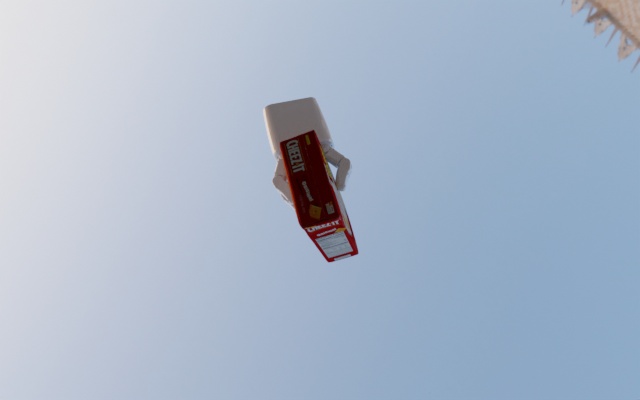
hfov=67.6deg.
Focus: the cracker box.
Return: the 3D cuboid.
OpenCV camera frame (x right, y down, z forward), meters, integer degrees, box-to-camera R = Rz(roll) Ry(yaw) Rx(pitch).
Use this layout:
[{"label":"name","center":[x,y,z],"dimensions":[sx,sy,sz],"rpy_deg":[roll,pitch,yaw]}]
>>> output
[{"label":"cracker box","center":[0.000,0.003,0.846],"dimensions":[0.072,0.164,0.214],"rpy_deg":[-19,-24,5]}]
